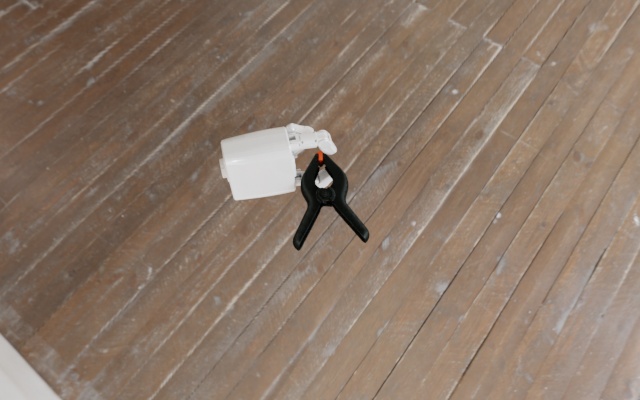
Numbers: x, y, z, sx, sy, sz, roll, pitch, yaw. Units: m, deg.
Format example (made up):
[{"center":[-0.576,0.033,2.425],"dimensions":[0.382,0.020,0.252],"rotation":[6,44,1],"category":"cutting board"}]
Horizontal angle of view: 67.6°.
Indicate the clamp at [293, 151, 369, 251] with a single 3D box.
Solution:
[{"center":[0.000,0.002,0.777],"dimensions":[0.120,0.171,0.039],"rotation":[-12,-25,-10],"category":"clamp"}]
